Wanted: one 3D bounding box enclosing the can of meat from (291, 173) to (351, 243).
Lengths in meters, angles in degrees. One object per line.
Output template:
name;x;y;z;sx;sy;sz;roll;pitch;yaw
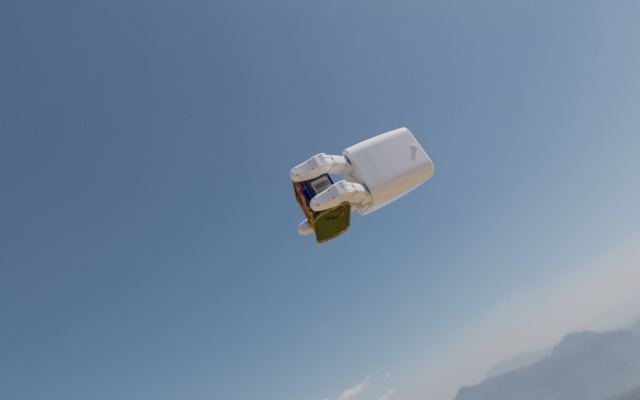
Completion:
can of meat;0.000;0.002;0.710;0.057;0.084;0.102;-25;-25;-10
